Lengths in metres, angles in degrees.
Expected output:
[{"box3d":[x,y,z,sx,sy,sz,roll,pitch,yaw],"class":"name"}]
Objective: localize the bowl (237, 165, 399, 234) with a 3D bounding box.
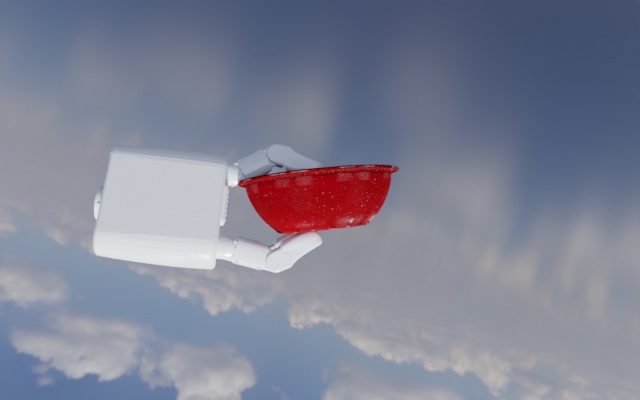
[{"box3d":[0.001,0.002,0.480,0.162,0.055,0.162,-6,-2,0],"class":"bowl"}]
